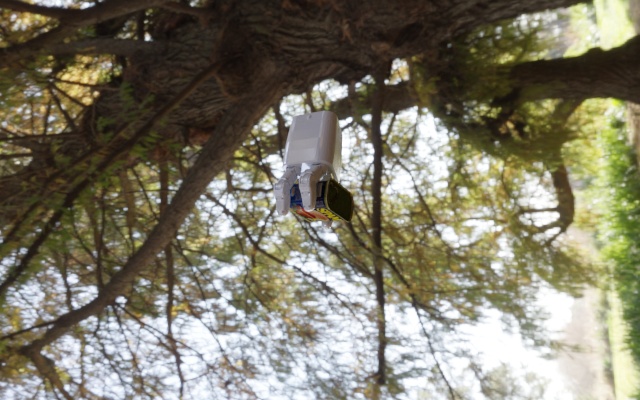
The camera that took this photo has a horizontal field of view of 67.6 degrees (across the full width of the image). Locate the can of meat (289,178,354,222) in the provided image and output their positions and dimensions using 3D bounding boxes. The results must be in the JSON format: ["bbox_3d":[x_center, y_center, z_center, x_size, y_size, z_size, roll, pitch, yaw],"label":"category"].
[{"bbox_3d":[0.000,0.003,0.858,0.084,0.057,0.102,-4,-21,29],"label":"can of meat"}]
